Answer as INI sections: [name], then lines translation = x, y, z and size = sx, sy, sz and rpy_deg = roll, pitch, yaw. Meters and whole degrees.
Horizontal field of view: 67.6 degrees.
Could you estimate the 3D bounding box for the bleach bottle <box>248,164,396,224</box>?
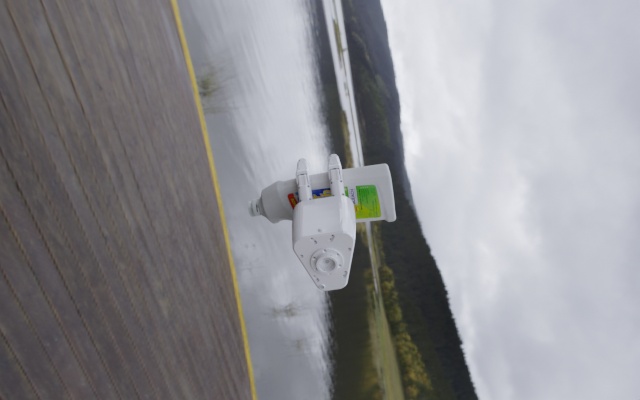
[bleach bottle]
translation = 0.000, 0.003, 0.838
size = 0.251, 0.103, 0.068
rpy_deg = -9, 27, 5
